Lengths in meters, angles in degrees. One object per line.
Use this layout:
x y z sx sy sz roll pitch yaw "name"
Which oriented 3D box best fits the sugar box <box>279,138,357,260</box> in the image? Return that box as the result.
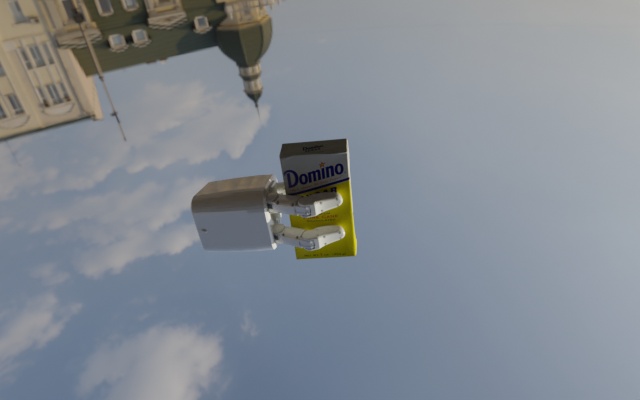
0.000 0.003 0.680 0.093 0.176 0.048 -5 35 5 "sugar box"
